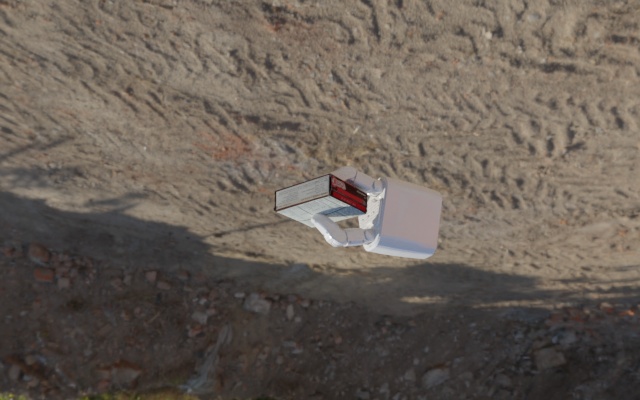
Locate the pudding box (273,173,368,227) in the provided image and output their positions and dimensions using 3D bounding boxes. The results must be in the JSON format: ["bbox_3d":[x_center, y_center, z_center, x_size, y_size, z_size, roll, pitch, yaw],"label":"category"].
[{"bbox_3d":[0.000,0.003,0.713,0.113,0.039,0.090,-18,-30,36],"label":"pudding box"}]
